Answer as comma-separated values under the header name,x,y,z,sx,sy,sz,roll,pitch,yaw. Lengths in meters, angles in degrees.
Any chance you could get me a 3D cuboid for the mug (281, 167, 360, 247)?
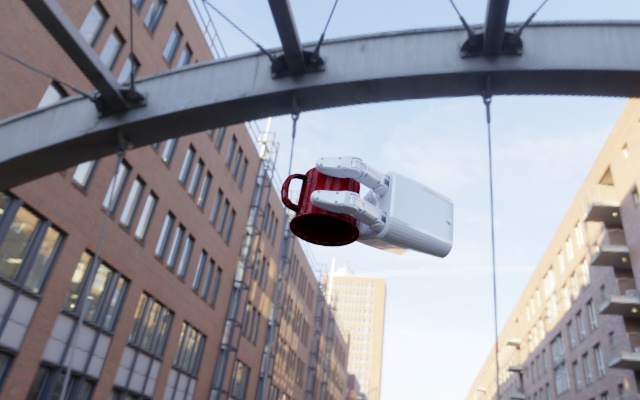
name,x,y,z,sx,sy,sz,roll,pitch,yaw
mug,-0.001,0.001,0.641,0.117,0.081,0.093,22,-33,-21
